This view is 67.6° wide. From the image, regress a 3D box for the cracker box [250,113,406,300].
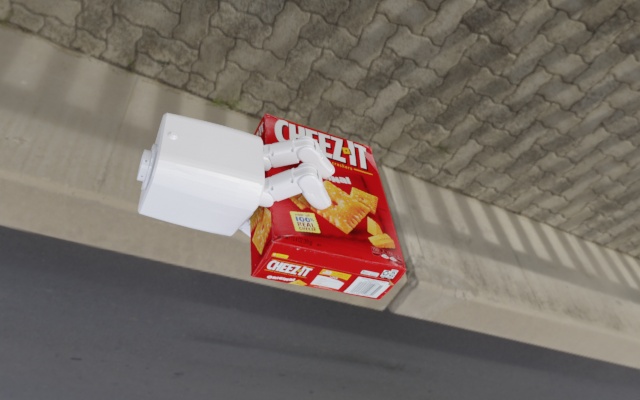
[{"bbox_3d":[0.000,0.002,0.578,0.164,0.213,0.072,15,-48,-24],"label":"cracker box"}]
